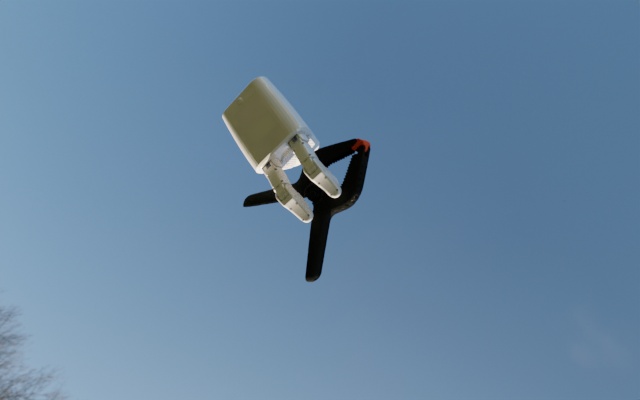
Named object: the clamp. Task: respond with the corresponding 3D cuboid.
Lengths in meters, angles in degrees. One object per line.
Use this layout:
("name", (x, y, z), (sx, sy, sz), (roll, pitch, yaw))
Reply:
("clamp", (0.001, 0.002, 0.675), (0.210, 0.164, 0.036), (-42, -15, 21))
